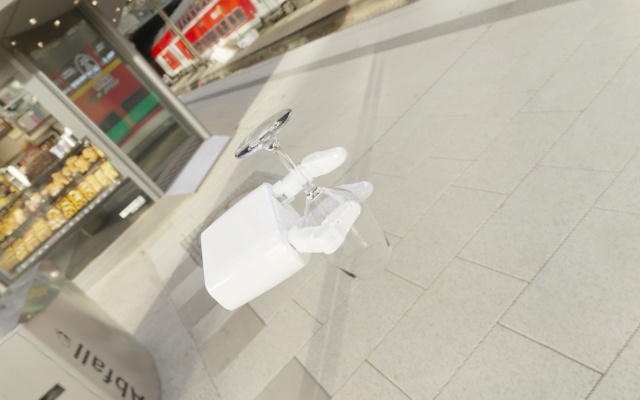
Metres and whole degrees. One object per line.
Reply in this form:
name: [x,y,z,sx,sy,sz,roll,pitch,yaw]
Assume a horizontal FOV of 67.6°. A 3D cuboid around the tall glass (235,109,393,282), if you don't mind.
tall glass: [0.000,0.001,0.520,0.079,0.201,0.079,-33,24,17]
